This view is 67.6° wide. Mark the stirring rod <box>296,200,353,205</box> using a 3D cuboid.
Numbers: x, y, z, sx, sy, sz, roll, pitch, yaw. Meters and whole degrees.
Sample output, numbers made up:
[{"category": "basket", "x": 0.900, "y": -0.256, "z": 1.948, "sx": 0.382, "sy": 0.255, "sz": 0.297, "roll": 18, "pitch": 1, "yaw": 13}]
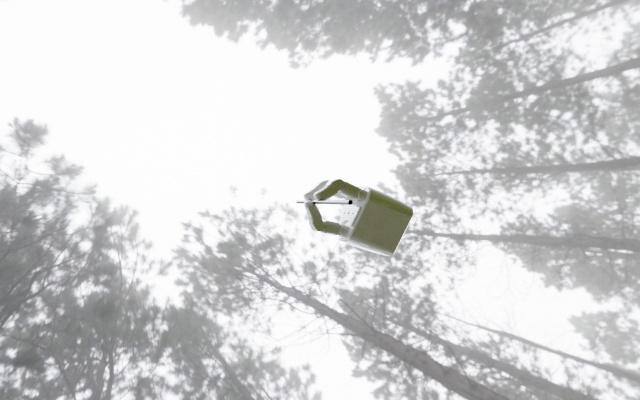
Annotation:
[{"category": "stirring rod", "x": 0.000, "y": 0.003, "z": 0.839, "sx": 0.011, "sy": 0.011, "sz": 0.239, "roll": 0, "pitch": 0, "yaw": -22}]
